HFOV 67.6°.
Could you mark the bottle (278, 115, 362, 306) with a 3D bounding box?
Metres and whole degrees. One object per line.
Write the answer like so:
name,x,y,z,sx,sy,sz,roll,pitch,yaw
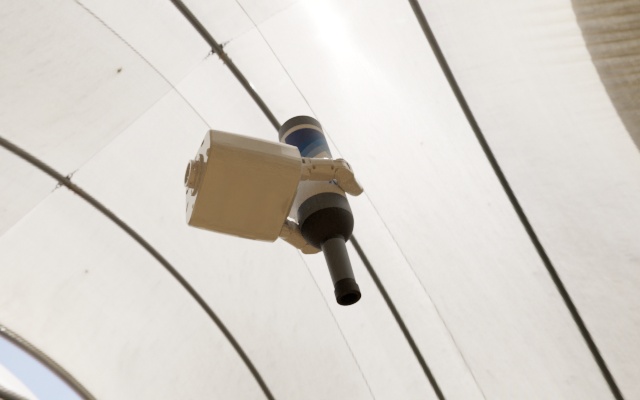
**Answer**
bottle,0.000,0.002,0.596,0.069,0.069,0.295,0,43,-16
